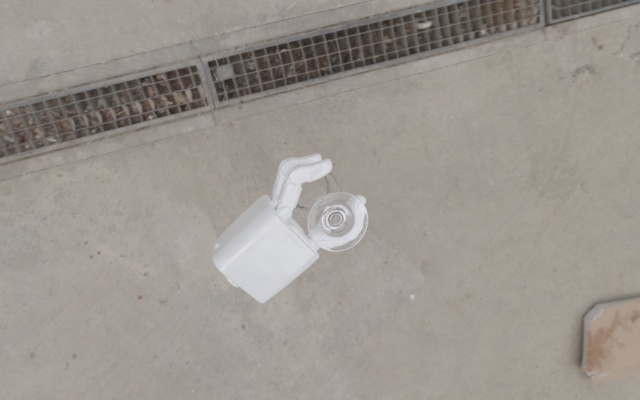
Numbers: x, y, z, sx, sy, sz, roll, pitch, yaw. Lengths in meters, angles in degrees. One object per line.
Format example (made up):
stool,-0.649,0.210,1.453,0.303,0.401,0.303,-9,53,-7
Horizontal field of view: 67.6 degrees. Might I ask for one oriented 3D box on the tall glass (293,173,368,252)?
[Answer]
tall glass,0.000,0.002,0.655,0.079,0.079,0.201,0,14,-12
